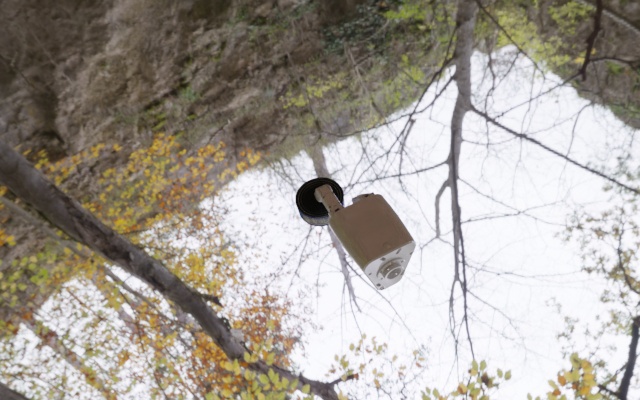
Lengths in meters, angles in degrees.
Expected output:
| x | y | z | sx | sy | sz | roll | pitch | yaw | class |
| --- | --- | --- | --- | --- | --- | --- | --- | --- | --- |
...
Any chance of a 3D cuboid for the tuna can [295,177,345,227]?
| x | y | z | sx | sy | sz | roll | pitch | yaw | class |
| --- | --- | --- | --- | --- | --- | --- | --- | --- | --- |
| 0.000 | 0.003 | 0.840 | 0.086 | 0.086 | 0.034 | 0 | -35 | 9 | tuna can |
